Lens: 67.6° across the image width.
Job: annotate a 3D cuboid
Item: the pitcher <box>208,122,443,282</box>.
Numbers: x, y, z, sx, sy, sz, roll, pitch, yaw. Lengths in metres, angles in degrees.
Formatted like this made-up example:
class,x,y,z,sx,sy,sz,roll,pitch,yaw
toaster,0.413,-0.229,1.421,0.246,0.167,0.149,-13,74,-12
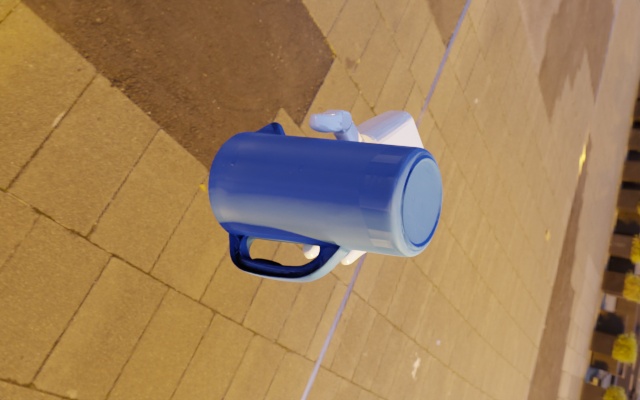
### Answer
class,x,y,z,sx,sy,sz,roll,pitch,yaw
pitcher,0.000,0.002,0.528,0.243,0.149,0.145,7,30,37
